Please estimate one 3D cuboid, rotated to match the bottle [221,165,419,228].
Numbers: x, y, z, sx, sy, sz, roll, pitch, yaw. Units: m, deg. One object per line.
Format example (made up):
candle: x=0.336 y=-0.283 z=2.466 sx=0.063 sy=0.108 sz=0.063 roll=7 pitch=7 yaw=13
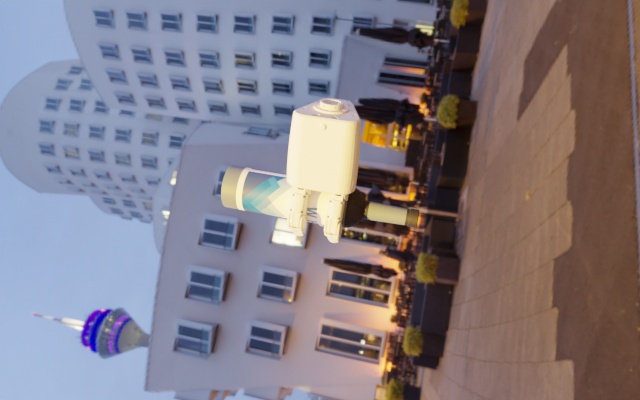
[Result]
bottle: x=0.000 y=0.002 z=0.726 sx=0.295 sy=0.069 sz=0.069 roll=10 pitch=1 yaw=9
